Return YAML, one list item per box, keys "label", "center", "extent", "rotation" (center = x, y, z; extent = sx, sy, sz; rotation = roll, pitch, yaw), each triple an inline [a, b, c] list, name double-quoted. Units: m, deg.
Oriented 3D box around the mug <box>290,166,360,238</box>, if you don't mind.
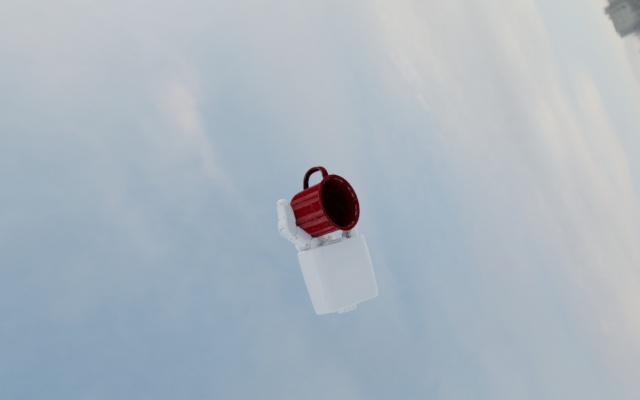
- label: "mug"
  center: [0.000, 0.001, 0.777]
  extent: [0.081, 0.117, 0.093]
  rotation: [-22, -10, 42]
